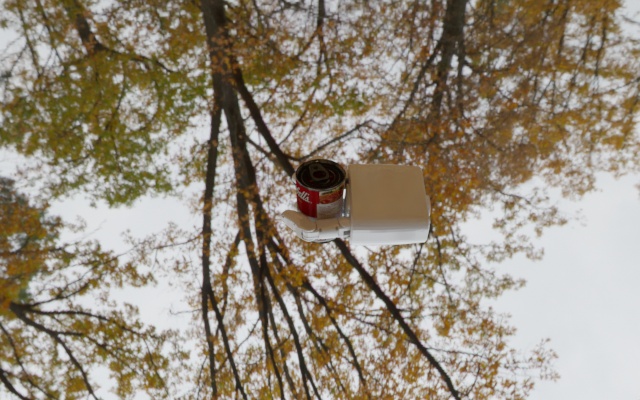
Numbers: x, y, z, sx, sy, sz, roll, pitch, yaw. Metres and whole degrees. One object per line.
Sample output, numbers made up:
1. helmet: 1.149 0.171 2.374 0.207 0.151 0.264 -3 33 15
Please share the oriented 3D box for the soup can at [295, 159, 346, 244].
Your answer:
1. soup can: 0.000 0.003 0.670 0.068 0.102 0.068 0 41 0
